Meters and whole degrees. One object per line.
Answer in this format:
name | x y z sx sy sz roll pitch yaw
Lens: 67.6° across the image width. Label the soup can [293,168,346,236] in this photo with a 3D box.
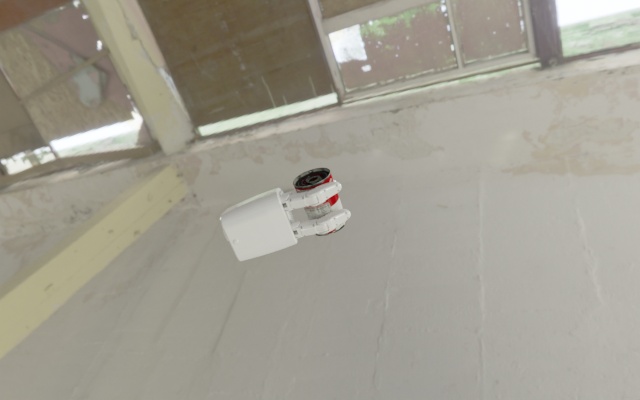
soup can | 0.001 0.003 0.839 0.068 0.102 0.068 -16 25 8
